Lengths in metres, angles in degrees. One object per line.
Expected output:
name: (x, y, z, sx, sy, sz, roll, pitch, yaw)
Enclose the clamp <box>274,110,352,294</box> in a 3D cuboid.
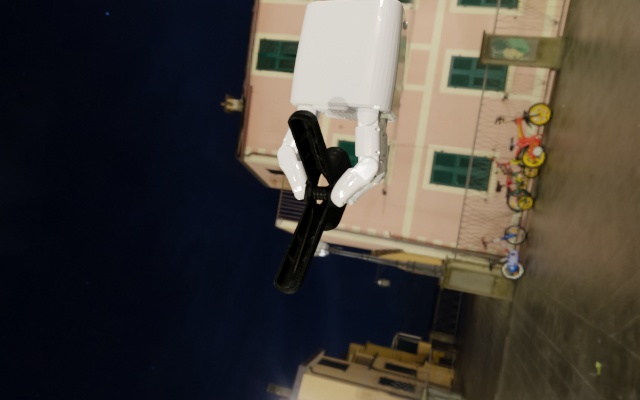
clamp: (-0.001, 0.001, 0.504, 0.036, 0.164, 0.210, 10, 4, 15)
